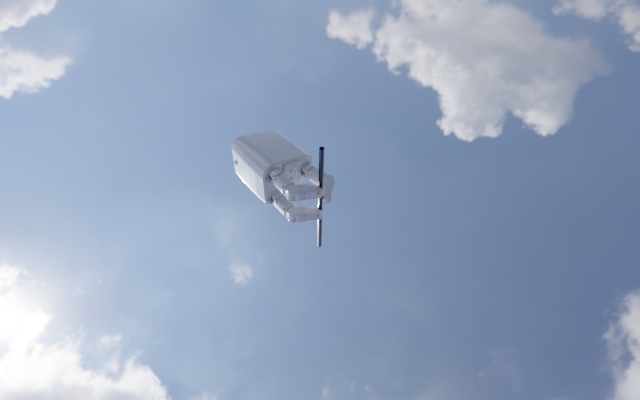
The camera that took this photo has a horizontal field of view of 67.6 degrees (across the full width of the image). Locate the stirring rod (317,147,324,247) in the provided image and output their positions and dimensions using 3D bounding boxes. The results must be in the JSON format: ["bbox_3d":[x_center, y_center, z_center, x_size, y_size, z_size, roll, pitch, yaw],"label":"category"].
[{"bbox_3d":[0.000,0.003,0.819,0.011,0.011,0.240,0,-43,-1],"label":"stirring rod"}]
